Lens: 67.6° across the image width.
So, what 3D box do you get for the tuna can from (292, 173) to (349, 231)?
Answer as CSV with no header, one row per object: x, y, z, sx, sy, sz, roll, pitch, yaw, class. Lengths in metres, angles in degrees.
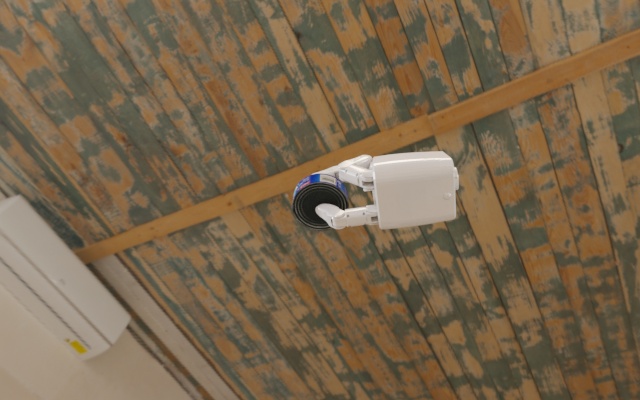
0.000,0.002,0.728,0.086,0.086,0.033,0,31,1,tuna can
